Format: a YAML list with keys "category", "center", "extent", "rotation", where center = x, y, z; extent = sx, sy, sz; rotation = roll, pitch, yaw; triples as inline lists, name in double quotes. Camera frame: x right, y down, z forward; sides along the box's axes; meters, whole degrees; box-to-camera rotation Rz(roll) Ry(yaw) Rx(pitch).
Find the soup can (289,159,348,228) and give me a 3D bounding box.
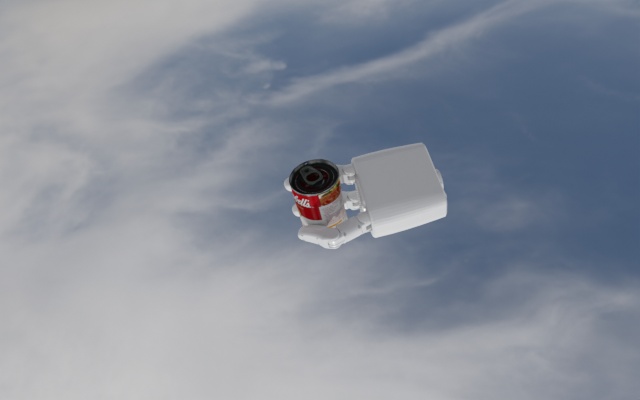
- category: "soup can"
  center: [0.000, 0.003, 0.664]
  extent: [0.068, 0.068, 0.102]
  rotation: [0, -43, 14]
